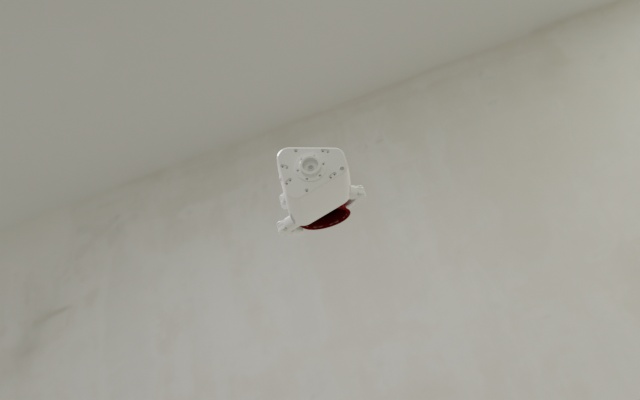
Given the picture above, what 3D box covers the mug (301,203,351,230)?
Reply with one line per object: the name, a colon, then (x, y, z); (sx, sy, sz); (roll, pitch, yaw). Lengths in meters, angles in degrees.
mug: (0.000, 0.003, 0.882); (0.093, 0.081, 0.117); (-14, -23, -3)
